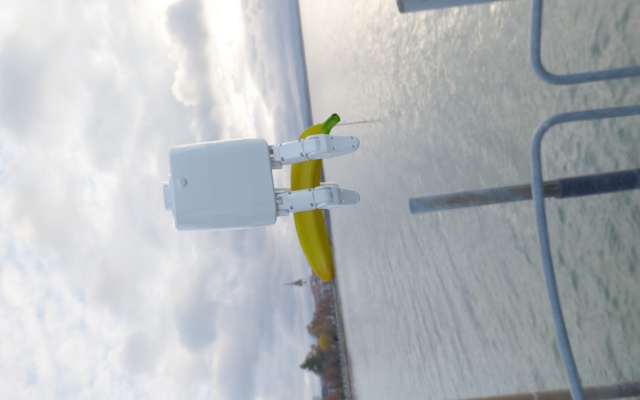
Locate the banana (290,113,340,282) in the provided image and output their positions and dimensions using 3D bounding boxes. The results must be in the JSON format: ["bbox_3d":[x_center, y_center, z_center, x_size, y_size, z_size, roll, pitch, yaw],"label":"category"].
[{"bbox_3d":[-0.010,-0.003,0.575,0.037,0.198,0.069,-4,8,-31],"label":"banana"}]
